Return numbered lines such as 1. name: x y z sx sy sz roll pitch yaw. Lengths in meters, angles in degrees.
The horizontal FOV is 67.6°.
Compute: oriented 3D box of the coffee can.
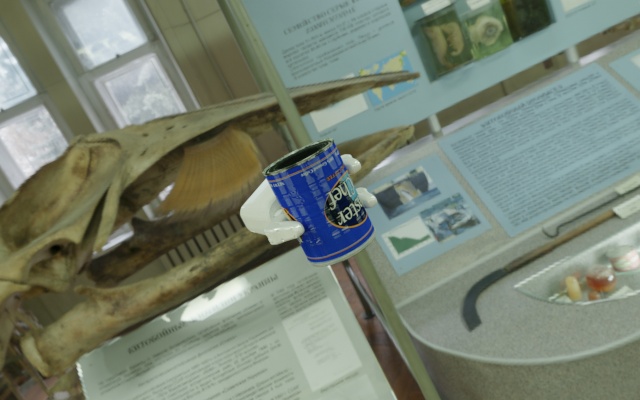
1. coffee can: 0.000 0.002 0.636 0.103 0.140 0.102 -24 15 7
